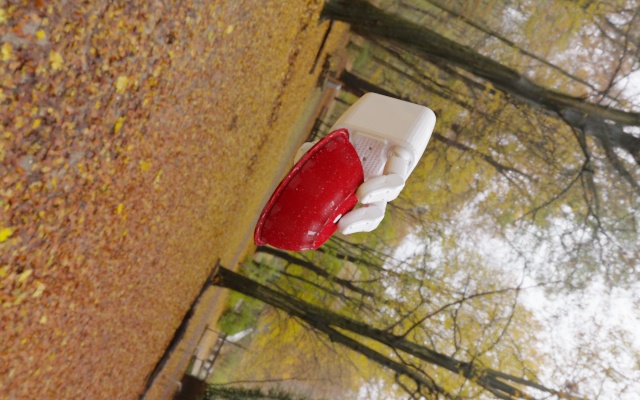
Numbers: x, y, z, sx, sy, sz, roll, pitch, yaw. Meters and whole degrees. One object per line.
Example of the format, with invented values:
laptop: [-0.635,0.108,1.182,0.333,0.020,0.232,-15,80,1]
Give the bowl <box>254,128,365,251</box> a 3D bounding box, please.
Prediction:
bowl: [0.000,0.003,0.525,0.055,0.162,0.162,39,9,12]
